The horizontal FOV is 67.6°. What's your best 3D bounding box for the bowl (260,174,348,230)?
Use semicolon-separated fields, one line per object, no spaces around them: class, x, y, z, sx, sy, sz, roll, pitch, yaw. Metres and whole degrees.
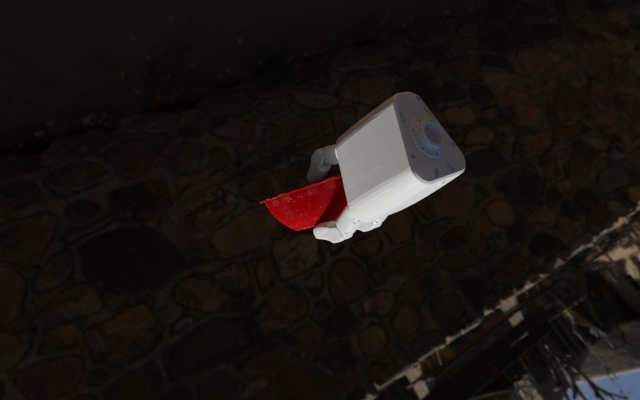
bowl;0.000;0.003;0.667;0.162;0.055;0.162;-17;1;0
